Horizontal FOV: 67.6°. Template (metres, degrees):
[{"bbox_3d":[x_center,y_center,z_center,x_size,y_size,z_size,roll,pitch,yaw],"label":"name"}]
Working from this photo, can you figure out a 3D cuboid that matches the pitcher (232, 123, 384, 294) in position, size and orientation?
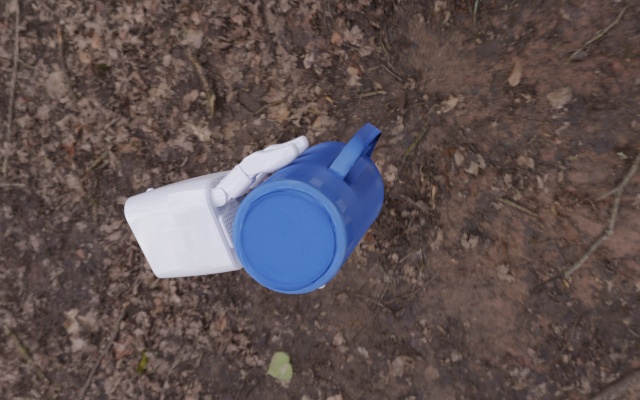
[{"bbox_3d":[0.000,0.002,0.532,0.145,0.149,0.242,-8,10,14],"label":"pitcher"}]
